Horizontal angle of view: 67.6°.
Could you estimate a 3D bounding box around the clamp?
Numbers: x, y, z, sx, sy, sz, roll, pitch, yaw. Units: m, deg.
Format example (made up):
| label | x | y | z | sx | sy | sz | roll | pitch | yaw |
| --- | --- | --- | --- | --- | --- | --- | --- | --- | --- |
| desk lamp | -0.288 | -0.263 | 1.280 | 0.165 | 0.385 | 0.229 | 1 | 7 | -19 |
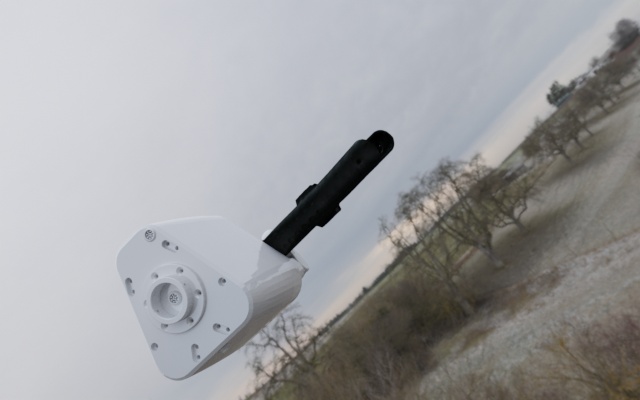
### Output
| label | x | y | z | sx | sy | sz | roll | pitch | yaw |
| --- | --- | --- | --- | --- | --- | --- | --- | --- | --- |
| clamp | 0.000 | 0.001 | 0.422 | 0.039 | 0.171 | 0.120 | 44 | 10 | 8 |
